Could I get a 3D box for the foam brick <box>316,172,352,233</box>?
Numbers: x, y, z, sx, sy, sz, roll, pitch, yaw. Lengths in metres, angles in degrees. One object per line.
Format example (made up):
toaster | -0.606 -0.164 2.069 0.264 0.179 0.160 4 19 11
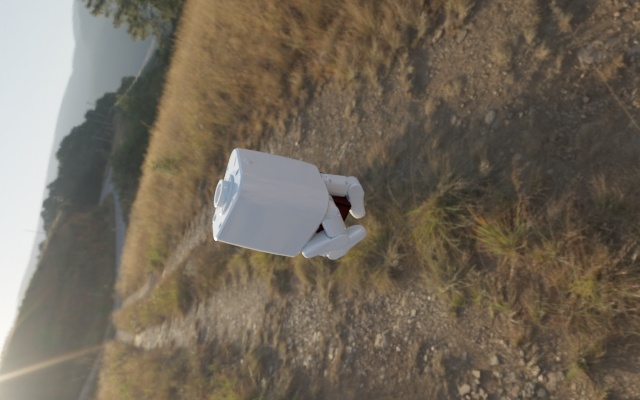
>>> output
foam brick | 0.000 0.002 0.641 0.051 0.053 0.078 13 28 -23
